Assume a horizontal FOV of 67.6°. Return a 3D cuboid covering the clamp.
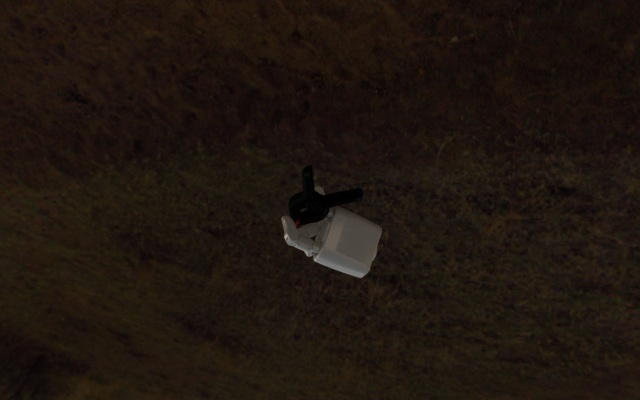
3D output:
[{"bbox_3d":[0.000,0.003,0.898,0.120,0.039,0.171,24,-35,-9],"label":"clamp"}]
